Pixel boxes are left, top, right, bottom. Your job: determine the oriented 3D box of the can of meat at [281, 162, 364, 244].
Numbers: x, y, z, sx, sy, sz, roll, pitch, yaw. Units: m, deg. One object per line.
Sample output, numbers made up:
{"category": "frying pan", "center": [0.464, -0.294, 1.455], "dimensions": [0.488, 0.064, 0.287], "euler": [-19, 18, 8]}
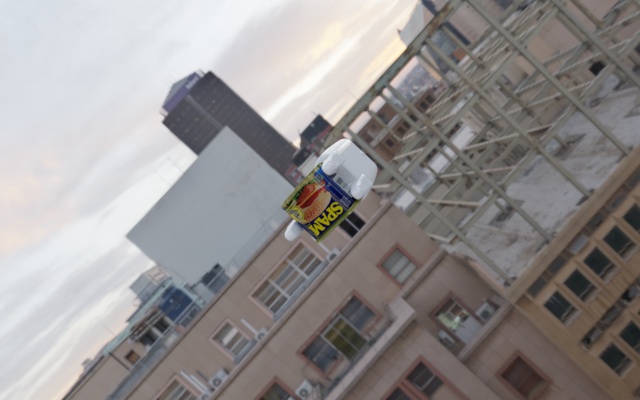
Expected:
{"category": "can of meat", "center": [0.000, 0.002, 0.727], "dimensions": [0.102, 0.084, 0.057], "euler": [-46, 3, 33]}
